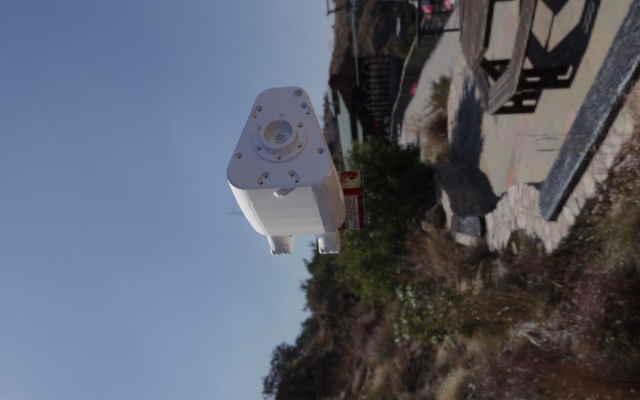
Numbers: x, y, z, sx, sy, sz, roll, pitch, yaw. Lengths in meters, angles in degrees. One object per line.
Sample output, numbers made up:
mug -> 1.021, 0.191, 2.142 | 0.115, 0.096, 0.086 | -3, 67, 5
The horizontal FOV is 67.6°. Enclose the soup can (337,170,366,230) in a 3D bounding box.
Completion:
soup can -> 0.000, 0.002, 0.548 | 0.102, 0.068, 0.068 | -3, 0, 6
